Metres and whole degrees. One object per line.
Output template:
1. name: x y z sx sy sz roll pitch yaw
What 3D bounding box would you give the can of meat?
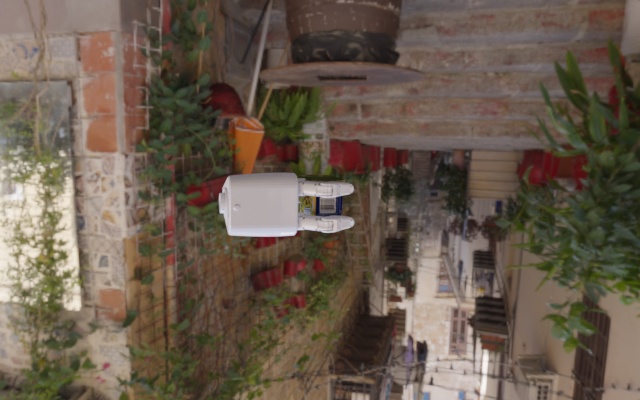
1. can of meat: 0.000 0.003 0.800 0.057 0.084 0.102 -1 9 -20
